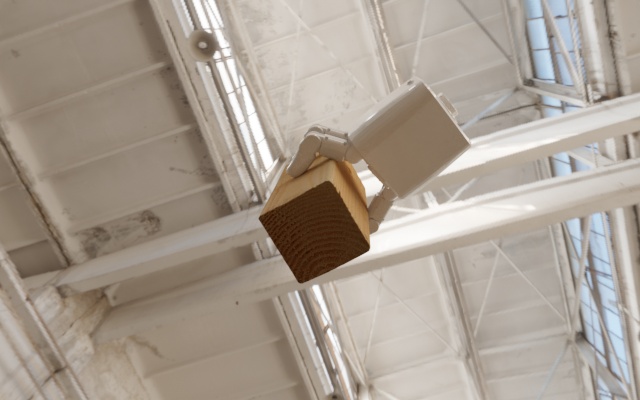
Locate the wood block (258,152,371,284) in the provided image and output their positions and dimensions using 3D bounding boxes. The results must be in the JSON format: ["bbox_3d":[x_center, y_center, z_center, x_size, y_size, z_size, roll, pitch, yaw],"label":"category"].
[{"bbox_3d":[0.001,0.002,0.589,0.090,0.091,0.206,-28,15,12],"label":"wood block"}]
